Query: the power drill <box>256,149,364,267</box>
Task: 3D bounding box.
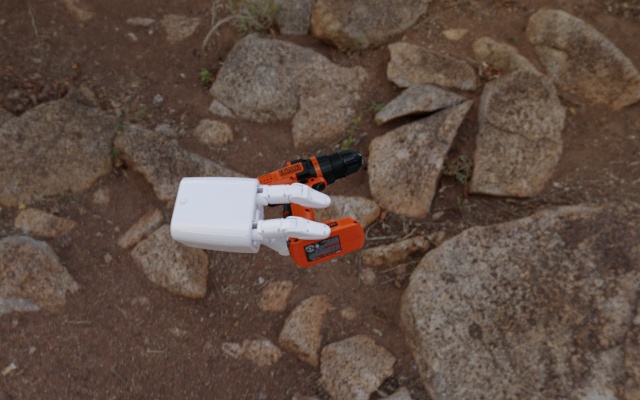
[{"bbox_3d":[0.000,0.003,0.719,0.184,0.057,0.187,-20,42,-4],"label":"power drill"}]
